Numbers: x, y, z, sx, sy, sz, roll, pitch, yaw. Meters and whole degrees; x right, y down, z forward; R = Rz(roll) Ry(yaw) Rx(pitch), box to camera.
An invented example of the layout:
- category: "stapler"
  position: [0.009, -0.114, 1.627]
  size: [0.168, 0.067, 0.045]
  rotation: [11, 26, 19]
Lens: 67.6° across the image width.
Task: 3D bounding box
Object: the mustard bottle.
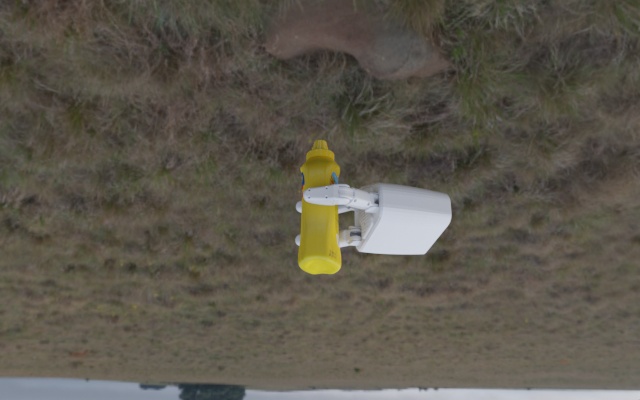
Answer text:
- category: "mustard bottle"
  position: [0.000, 0.002, 0.677]
  size: [0.058, 0.191, 0.096]
  rotation: [-2, -21, 8]
